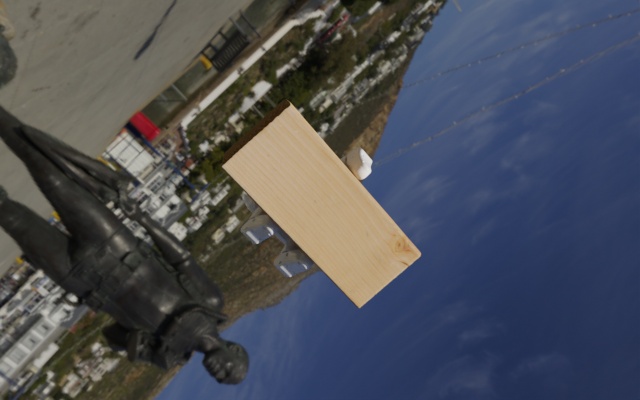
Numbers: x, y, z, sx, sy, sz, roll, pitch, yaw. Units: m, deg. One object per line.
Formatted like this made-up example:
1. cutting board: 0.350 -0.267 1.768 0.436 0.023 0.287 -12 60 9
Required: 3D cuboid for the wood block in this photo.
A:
1. wood block: 0.000 0.001 0.511 0.091 0.206 0.090 -42 17 4
